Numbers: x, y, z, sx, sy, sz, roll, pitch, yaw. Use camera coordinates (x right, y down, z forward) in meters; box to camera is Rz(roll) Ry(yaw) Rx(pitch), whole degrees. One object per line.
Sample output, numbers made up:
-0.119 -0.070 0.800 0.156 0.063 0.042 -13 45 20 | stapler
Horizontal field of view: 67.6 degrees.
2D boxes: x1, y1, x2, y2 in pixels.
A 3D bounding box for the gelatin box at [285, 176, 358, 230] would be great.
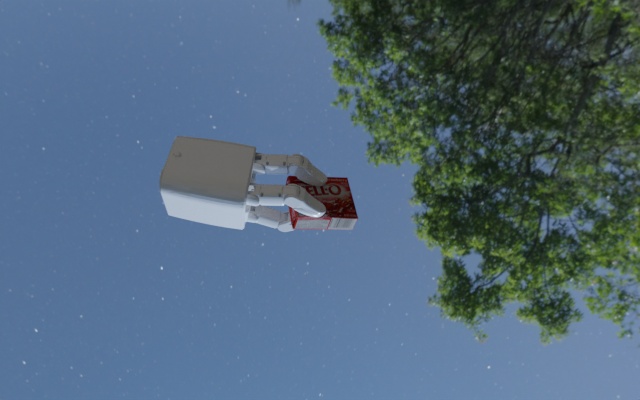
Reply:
0.000 0.002 0.651 0.089 0.073 0.030 2 -39 -18 | gelatin box
